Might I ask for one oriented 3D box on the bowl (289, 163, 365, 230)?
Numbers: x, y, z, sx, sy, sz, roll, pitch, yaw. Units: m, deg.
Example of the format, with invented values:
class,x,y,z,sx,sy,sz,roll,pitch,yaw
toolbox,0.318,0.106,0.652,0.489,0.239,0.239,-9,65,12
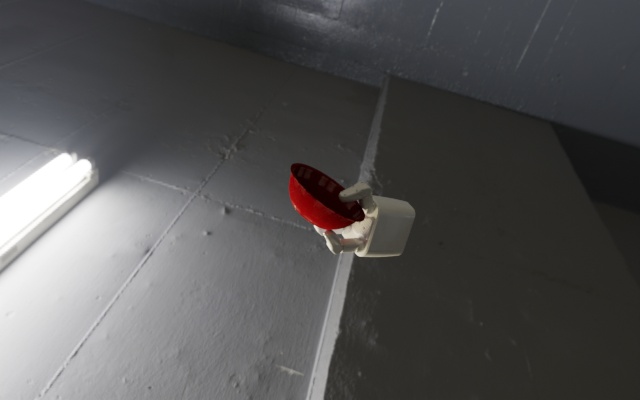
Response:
class,x,y,z,sx,sy,sz,roll,pitch,yaw
bowl,-0.001,0.003,0.857,0.162,0.055,0.162,33,18,-12
